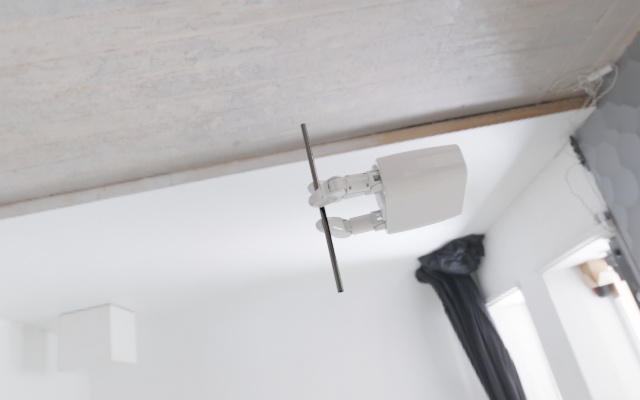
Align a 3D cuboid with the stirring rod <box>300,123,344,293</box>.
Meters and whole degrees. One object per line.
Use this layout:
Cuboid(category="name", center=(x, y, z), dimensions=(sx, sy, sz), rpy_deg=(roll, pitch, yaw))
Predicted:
Cuboid(category="stirring rod", center=(0.000, 0.002, 0.621), dimensions=(0.011, 0.239, 0.011), rpy_deg=(-11, -23, -5))
